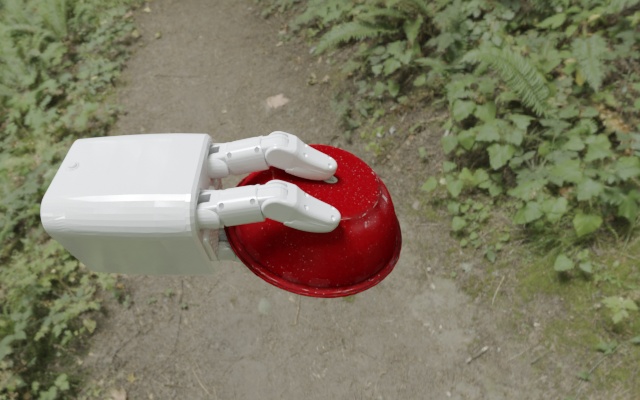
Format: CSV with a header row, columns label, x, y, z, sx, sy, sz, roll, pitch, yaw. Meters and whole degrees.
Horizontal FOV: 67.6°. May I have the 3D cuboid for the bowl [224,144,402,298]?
label,x,y,z,sx,sy,sz,roll,pitch,yaw
bowl,0.001,0.001,0.411,0.162,0.162,0.055,0,-44,-16
